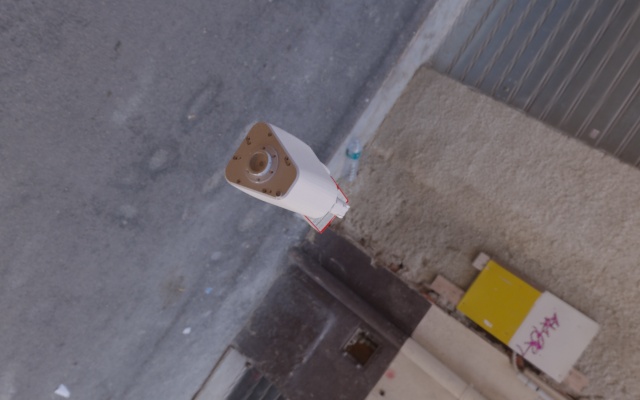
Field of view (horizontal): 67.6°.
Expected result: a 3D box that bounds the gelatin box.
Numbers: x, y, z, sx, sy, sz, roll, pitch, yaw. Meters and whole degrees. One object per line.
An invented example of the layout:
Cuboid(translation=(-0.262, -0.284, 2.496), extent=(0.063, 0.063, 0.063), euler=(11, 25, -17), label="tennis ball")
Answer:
Cuboid(translation=(0.001, 0.003, 0.765), extent=(0.030, 0.073, 0.089), euler=(36, -8, 33), label="gelatin box")
